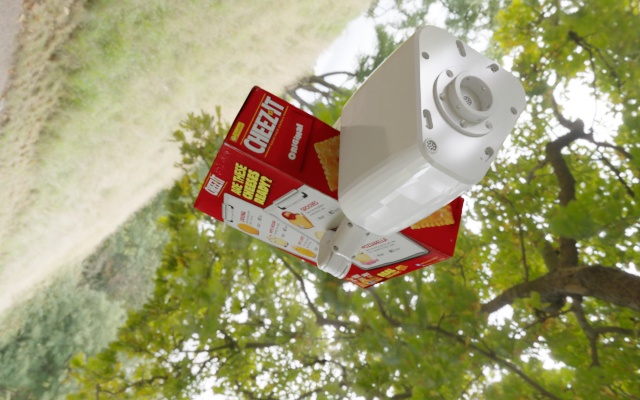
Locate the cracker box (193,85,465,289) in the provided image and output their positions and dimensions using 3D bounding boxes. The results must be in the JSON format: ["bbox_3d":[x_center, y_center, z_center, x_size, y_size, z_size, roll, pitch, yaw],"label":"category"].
[{"bbox_3d":[0.000,0.002,0.463,0.214,0.072,0.164,27,-27,-12],"label":"cracker box"}]
